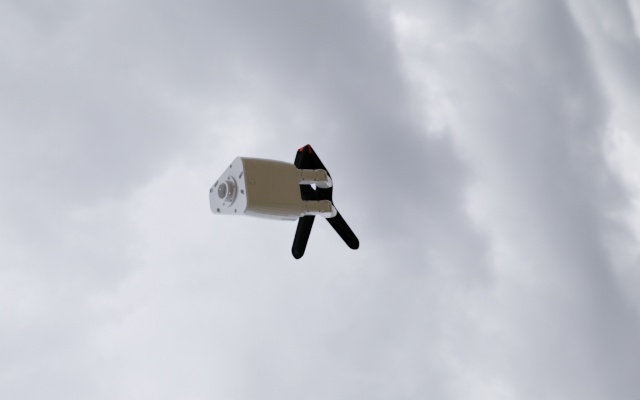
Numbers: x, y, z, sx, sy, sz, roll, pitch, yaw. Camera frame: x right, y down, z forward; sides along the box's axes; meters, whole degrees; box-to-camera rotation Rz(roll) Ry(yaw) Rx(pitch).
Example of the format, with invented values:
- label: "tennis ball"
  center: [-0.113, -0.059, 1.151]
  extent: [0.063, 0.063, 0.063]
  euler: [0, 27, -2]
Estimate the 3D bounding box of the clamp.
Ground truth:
- label: "clamp"
  center: [-0.001, 0.003, 0.861]
  extent: [0.036, 0.210, 0.164]
  euler: [-22, -20, 40]
